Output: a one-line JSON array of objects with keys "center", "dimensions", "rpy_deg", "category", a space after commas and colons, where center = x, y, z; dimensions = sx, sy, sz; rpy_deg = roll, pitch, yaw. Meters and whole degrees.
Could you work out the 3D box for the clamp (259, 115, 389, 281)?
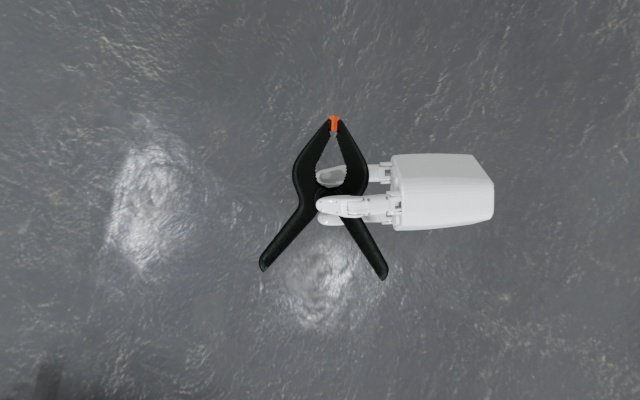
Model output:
[{"center": [0.000, 0.002, 0.592], "dimensions": [0.164, 0.210, 0.036], "rpy_deg": [-3, 10, 0], "category": "clamp"}]
